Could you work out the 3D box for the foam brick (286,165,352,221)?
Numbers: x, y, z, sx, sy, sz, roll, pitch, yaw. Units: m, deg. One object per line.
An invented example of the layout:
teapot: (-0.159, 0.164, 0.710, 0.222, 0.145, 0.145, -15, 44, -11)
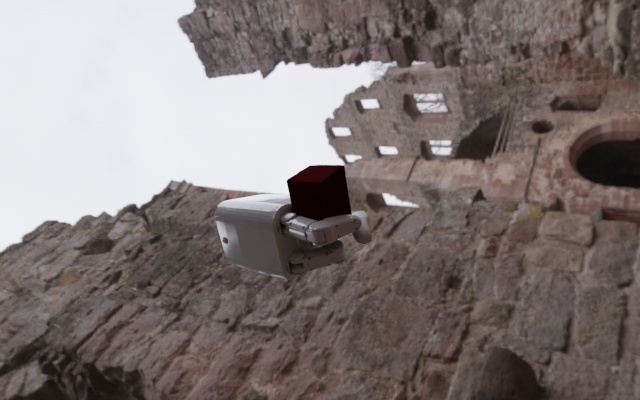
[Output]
foam brick: (0.000, 0.002, 0.569, 0.051, 0.078, 0.053, 7, 28, 34)
